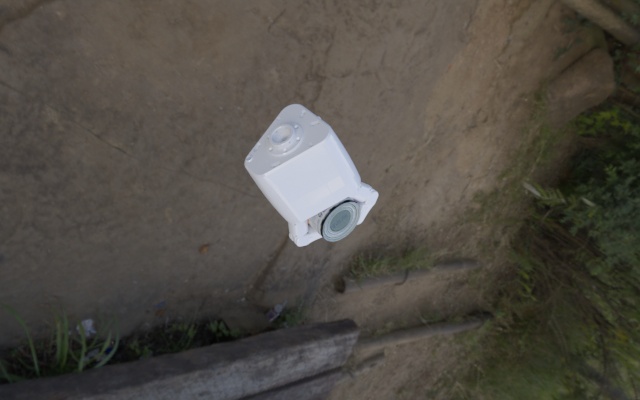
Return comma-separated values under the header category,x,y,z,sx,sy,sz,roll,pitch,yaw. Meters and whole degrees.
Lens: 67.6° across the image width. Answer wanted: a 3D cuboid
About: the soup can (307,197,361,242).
category,x,y,z,sx,sy,sz,roll,pitch,yaw
soup can,0.000,0.003,0.672,0.068,0.068,0.102,0,32,-42
